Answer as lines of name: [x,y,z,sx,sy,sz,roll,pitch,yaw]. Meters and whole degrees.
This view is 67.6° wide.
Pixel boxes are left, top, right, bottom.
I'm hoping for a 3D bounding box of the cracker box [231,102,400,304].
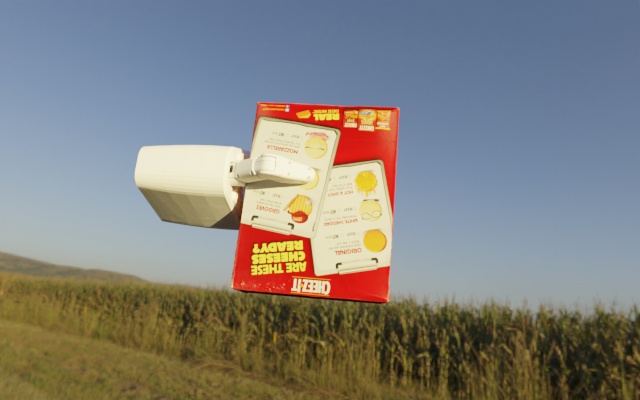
cracker box: [0.000,0.002,0.537,0.164,0.213,0.072,4,-15,7]
